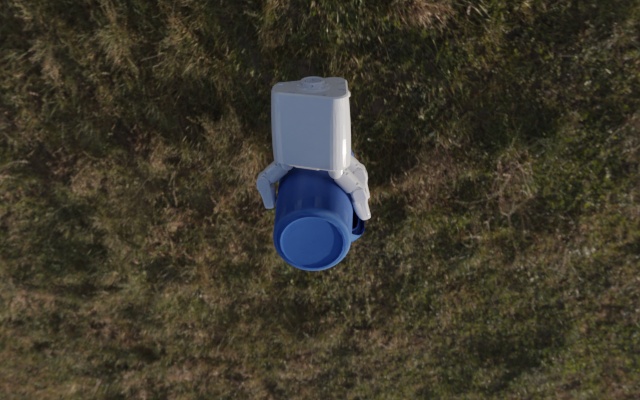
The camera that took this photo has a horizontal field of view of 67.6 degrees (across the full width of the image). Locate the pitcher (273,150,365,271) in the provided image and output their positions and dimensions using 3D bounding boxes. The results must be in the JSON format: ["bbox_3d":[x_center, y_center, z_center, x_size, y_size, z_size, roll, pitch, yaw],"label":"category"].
[{"bbox_3d":[0.000,0.002,0.753,0.149,0.145,0.242,0,31,2],"label":"pitcher"}]
